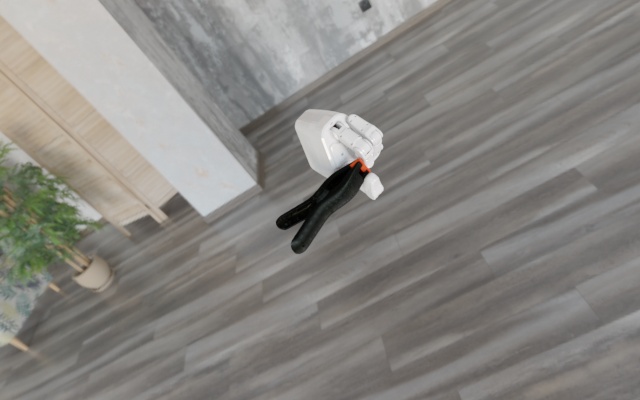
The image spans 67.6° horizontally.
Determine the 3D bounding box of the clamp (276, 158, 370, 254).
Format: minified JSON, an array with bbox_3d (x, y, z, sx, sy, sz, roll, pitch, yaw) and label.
[{"bbox_3d":[0.000,0.002,0.730,0.039,0.171,0.120,51,-12,-29],"label":"clamp"}]
